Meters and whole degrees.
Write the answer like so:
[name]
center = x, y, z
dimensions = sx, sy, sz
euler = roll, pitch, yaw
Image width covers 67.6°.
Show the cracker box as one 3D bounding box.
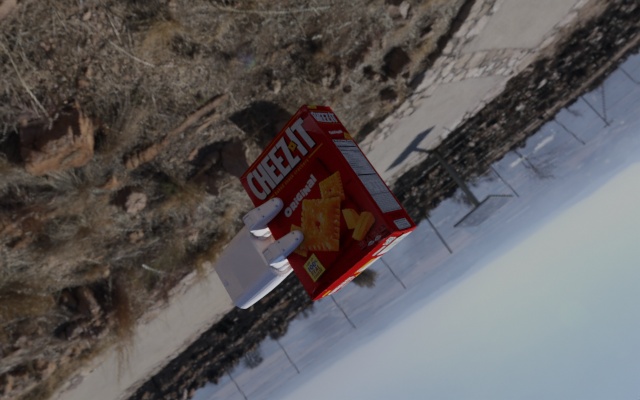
[cracker box]
center = 0.000, 0.002, 0.655
dimensions = 0.164, 0.213, 0.072
euler = -44, -20, 30
